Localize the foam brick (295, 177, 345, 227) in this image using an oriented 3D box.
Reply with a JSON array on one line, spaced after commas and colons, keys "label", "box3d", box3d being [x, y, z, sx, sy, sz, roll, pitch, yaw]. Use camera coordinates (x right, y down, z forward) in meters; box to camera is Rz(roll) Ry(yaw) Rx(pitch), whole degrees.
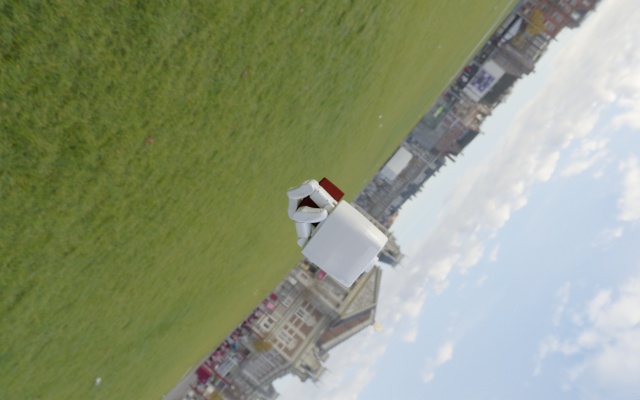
[{"label": "foam brick", "box3d": [0.000, 0.003, 0.883, 0.051, 0.053, 0.078, 38, 33, 5]}]
